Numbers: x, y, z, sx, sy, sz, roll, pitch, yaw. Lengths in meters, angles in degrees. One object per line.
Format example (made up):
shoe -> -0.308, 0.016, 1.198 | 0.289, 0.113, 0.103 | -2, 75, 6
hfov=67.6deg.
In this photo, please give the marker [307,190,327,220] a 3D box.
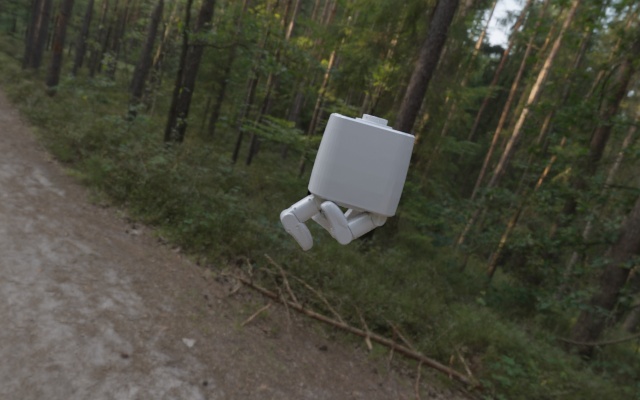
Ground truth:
marker -> 0.000, 0.002, 0.670 | 0.020, 0.020, 0.121 | 0, 14, -11
